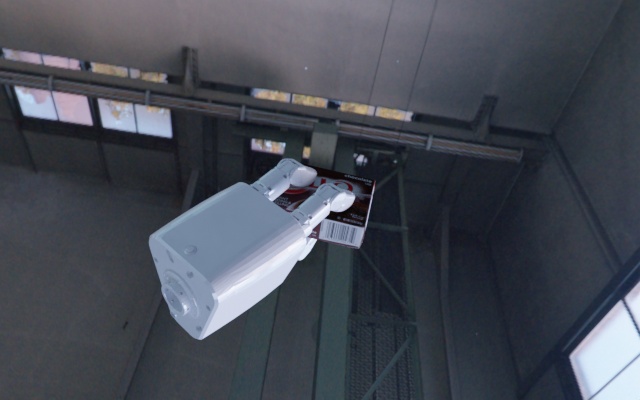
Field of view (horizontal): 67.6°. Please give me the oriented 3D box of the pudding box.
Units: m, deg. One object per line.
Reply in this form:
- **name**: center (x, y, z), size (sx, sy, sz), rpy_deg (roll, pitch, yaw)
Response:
- **pudding box**: center (0.000, 0.002, 0.542), size (0.113, 0.039, 0.090), rpy_deg (15, 40, 3)
